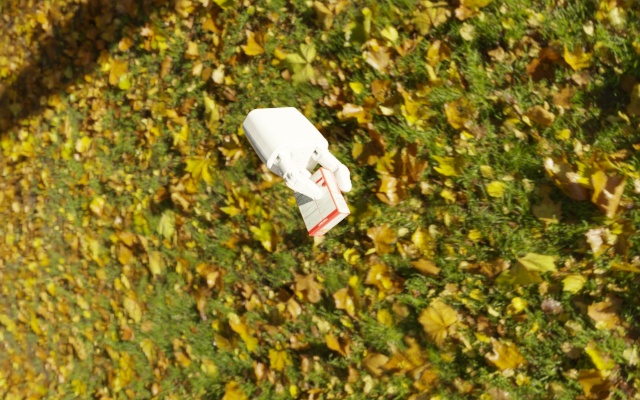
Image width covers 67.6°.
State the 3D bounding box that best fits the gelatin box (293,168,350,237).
[{"bbox_3d":[0.000,0.003,0.773,0.030,0.089,0.073,10,-41,-46],"label":"gelatin box"}]
